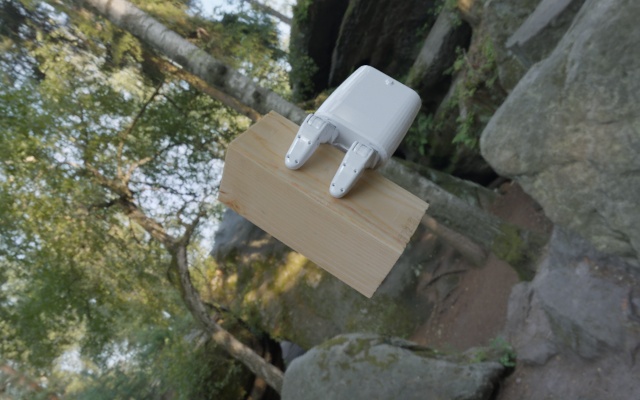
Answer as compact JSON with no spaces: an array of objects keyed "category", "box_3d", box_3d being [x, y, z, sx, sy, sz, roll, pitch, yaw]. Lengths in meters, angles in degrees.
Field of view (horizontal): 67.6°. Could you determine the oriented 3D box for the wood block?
[{"category":"wood block","box_3d":[0.000,0.002,0.531,0.206,0.091,0.090,32,46,9]}]
